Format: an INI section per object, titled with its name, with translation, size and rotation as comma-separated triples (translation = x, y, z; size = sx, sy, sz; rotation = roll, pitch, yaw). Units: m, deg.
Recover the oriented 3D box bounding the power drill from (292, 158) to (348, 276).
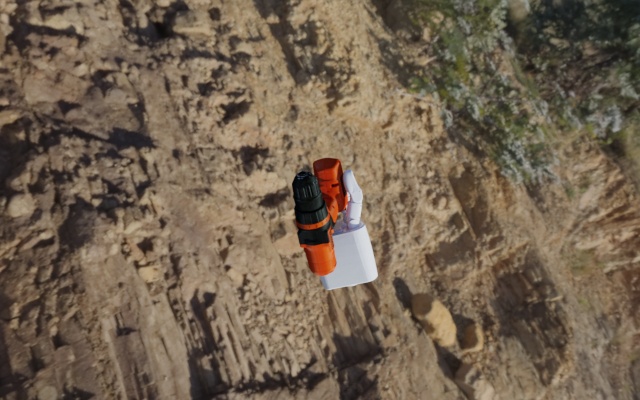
[power drill]
translation = 0.000, 0.003, 0.796
size = 0.057, 0.184, 0.187
rotation = -1, 32, 14
